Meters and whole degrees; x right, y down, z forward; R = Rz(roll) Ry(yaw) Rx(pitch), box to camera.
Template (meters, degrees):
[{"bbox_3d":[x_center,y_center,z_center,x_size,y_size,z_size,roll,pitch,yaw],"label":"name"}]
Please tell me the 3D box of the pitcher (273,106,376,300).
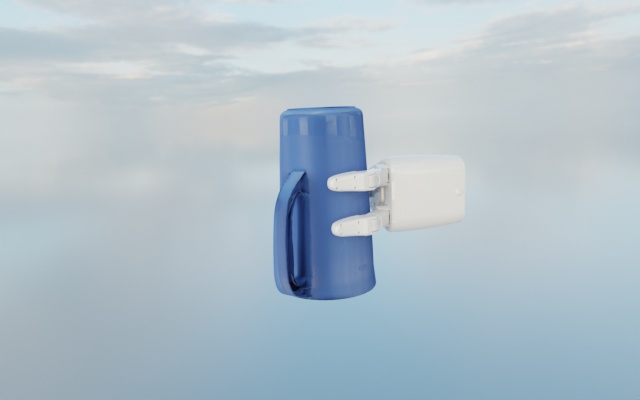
[{"bbox_3d":[0.000,0.002,0.624,0.145,0.243,0.149,-5,10,-11],"label":"pitcher"}]
